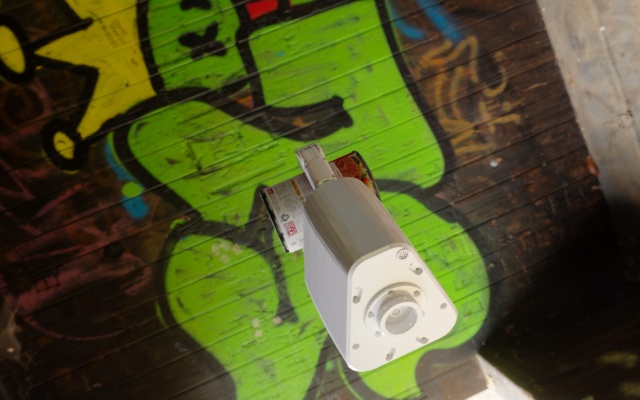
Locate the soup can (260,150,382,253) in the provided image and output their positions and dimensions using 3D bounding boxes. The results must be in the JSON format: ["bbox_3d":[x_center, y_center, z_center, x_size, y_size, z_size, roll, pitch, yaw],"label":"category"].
[{"bbox_3d":[0.000,0.001,0.467,0.102,0.068,0.068,-23,2,-6],"label":"soup can"}]
